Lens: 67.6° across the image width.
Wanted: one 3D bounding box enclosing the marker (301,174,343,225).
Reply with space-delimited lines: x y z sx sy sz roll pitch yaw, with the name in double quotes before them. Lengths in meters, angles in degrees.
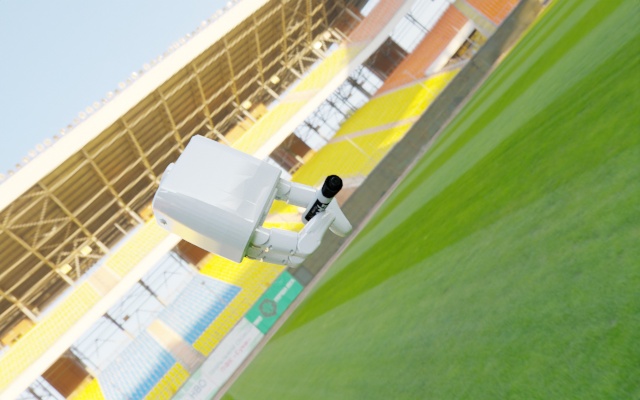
"marker" 0.000 0.002 0.513 0.020 0.020 0.121 0 -20 -15
